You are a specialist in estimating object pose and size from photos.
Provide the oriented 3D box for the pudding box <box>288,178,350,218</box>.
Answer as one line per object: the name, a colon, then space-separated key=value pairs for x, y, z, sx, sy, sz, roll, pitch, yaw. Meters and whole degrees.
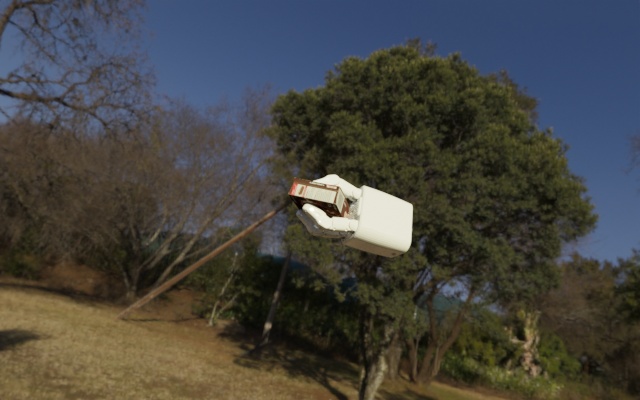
pudding box: x=0.000 y=0.003 z=0.876 sx=0.090 sy=0.039 sz=0.113 roll=11 pitch=-21 yaw=16
